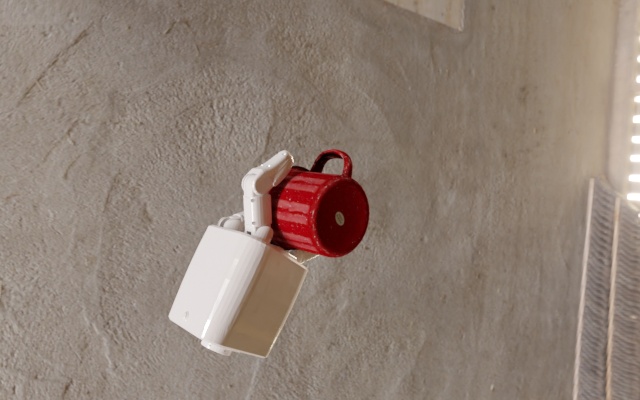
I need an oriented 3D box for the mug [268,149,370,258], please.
[{"bbox_3d":[0.001,0.000,0.493,0.081,0.117,0.093,9,-18,48],"label":"mug"}]
